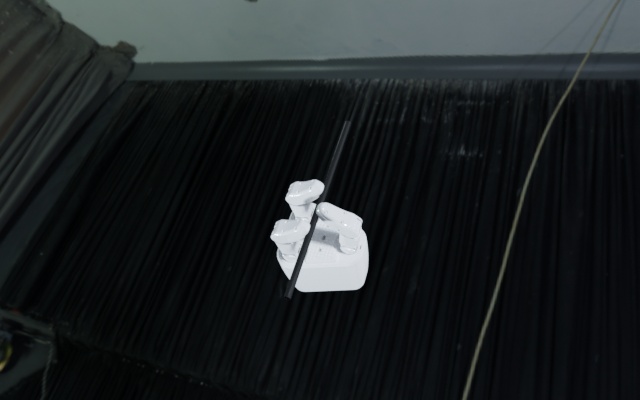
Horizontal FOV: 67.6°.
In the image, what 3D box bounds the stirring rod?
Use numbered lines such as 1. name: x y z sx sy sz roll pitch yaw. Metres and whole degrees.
1. stirring rod: 0.000 0.002 0.559 0.011 0.239 0.011 15 -27 8
